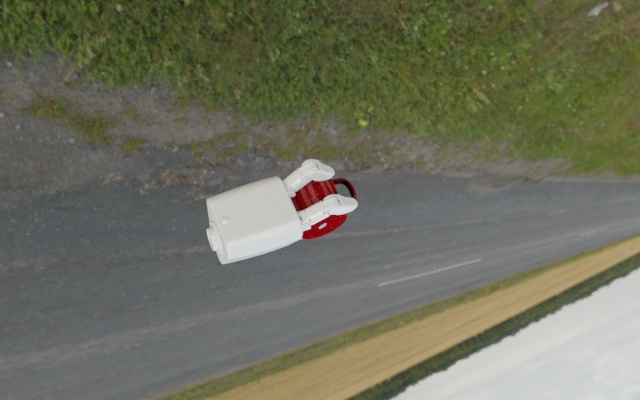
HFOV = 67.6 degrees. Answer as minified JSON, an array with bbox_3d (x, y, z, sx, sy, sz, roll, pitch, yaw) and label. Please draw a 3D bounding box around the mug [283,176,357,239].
[{"bbox_3d":[0.001,0.002,0.725,0.117,0.081,0.093,-17,-23,-20],"label":"mug"}]
